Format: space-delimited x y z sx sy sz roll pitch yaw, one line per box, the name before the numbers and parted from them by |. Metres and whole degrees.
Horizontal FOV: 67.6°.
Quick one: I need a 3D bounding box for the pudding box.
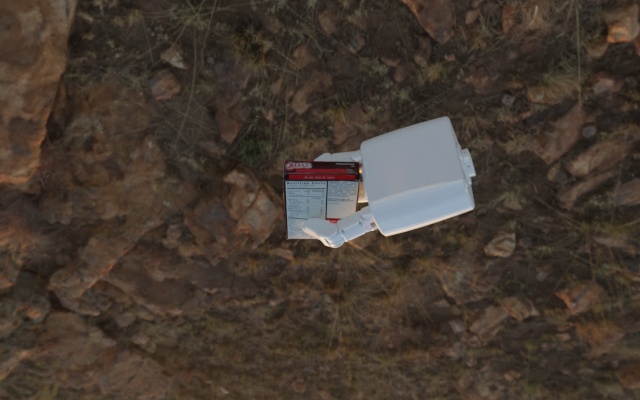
pudding box | 0.000 0.002 0.590 0.090 0.114 0.039 2 45 0
